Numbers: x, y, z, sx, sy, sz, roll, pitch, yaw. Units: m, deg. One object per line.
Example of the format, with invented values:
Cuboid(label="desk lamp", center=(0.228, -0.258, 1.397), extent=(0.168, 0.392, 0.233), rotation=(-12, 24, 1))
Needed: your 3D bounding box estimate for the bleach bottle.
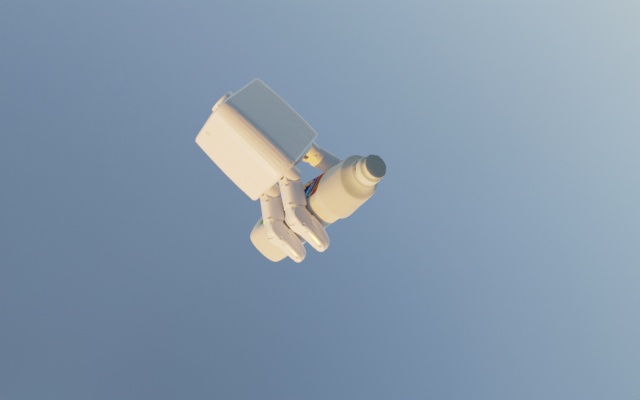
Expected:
Cuboid(label="bleach bottle", center=(0.000, 0.002, 0.609), extent=(0.102, 0.068, 0.251), rotation=(-51, 10, -37))
